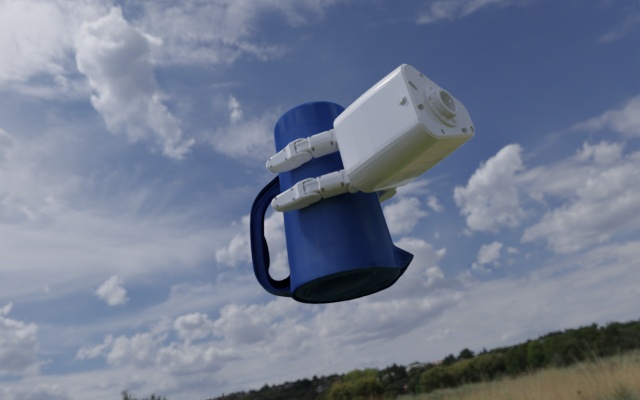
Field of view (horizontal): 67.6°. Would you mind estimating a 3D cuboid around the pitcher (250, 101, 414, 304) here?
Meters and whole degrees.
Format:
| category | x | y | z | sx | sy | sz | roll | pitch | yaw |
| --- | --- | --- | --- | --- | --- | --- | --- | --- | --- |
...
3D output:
| category | x | y | z | sx | sy | sz | roll | pitch | yaw |
| --- | --- | --- | --- | --- | --- | --- | --- | --- | --- |
| pitcher | 0.000 | 0.002 | 0.602 | 0.149 | 0.242 | 0.145 | 10 | -33 | -38 |
